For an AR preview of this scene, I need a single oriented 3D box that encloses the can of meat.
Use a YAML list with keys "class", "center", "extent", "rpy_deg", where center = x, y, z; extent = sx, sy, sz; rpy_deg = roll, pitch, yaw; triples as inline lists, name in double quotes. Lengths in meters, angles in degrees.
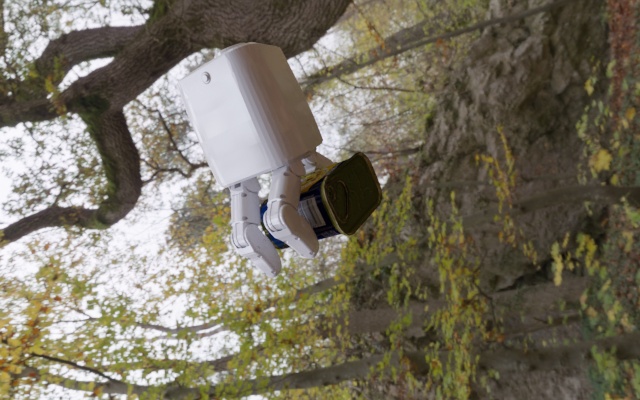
- class: "can of meat"
  center: [0.000, 0.002, 0.465]
  extent: [0.084, 0.057, 0.102]
  rpy_deg: [-17, 14, 33]
